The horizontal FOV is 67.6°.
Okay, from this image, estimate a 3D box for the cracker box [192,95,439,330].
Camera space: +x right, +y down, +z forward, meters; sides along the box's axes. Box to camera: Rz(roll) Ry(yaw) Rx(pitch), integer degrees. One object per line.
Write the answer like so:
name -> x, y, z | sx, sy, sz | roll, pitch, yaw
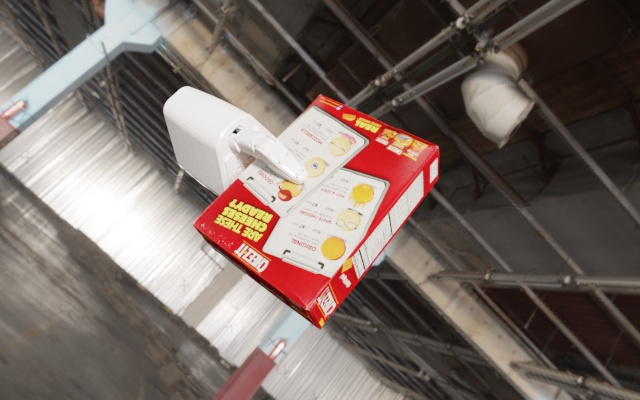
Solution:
cracker box -> 0.000, 0.001, 0.513 | 0.164, 0.213, 0.072 | 30, -21, 29
